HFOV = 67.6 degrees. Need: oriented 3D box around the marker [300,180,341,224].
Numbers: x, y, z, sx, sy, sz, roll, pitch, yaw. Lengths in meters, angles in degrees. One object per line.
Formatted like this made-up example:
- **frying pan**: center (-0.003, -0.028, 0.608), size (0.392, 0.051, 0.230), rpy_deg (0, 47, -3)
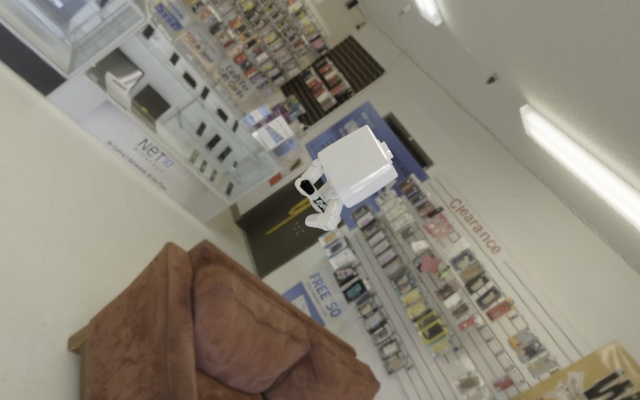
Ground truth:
- **marker**: center (0.000, 0.003, 0.830), size (0.020, 0.020, 0.121), rpy_deg (0, -34, 36)
